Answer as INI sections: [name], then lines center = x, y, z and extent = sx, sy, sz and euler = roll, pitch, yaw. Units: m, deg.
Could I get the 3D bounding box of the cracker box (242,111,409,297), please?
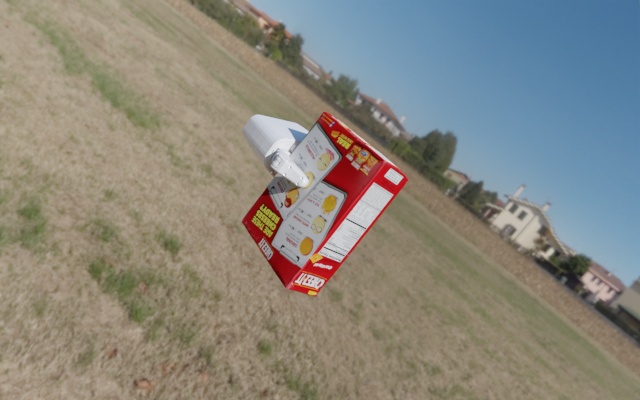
[cracker box]
center = 0.000, 0.002, 0.683
extent = 0.072, 0.214, 0.164
euler = 27, 14, -43
